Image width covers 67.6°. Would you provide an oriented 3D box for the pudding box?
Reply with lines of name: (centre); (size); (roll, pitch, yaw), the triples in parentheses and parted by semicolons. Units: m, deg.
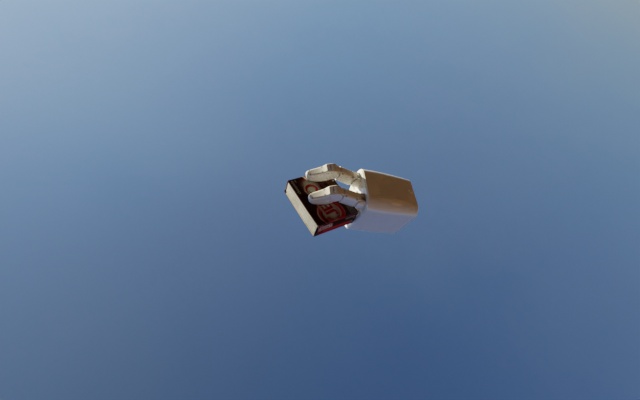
pudding box: (0.000, 0.003, 0.870); (0.090, 0.113, 0.039); (-18, -33, -32)
